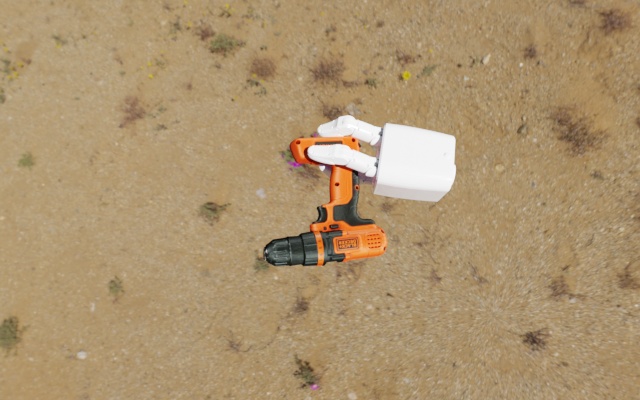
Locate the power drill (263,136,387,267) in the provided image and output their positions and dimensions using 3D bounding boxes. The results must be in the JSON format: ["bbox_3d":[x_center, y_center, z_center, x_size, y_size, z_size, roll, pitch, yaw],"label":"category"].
[{"bbox_3d":[0.000,0.002,0.710,0.184,0.187,0.057,-5,-6,-15],"label":"power drill"}]
